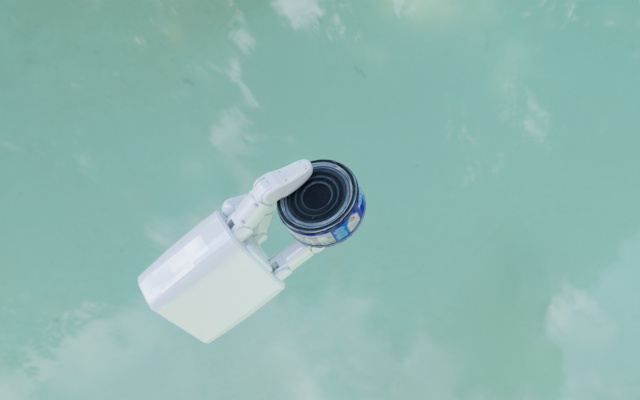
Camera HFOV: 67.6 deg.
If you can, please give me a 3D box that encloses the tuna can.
[{"bbox_3d":[0.000,0.001,0.477,0.086,0.086,0.034,0,-28,19],"label":"tuna can"}]
